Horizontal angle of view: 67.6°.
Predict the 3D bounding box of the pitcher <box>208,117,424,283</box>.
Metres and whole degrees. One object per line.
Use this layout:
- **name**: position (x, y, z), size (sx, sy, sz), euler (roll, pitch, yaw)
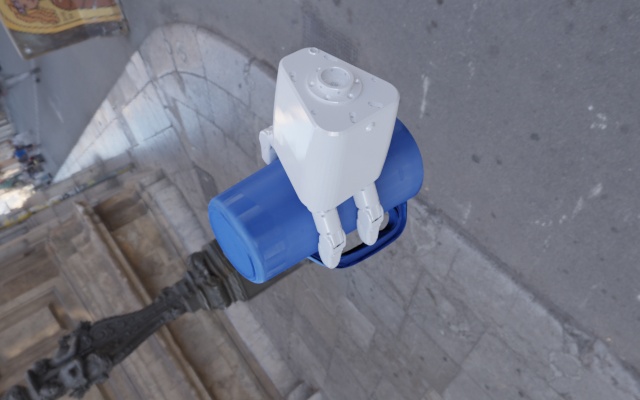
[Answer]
- **pitcher**: position (0.000, 0.002, 0.572), size (0.242, 0.149, 0.145), euler (-31, -27, -26)
